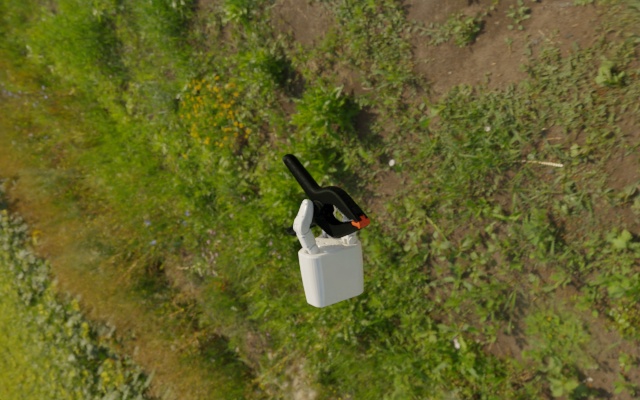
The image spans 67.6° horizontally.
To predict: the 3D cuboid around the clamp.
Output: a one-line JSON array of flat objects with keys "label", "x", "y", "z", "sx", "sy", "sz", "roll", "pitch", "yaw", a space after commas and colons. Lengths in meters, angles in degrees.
[{"label": "clamp", "x": 0.000, "y": 0.003, "z": 0.854, "sx": 0.036, "sy": 0.164, "sz": 0.210, "roll": -21, "pitch": 22, "yaw": -39}]
